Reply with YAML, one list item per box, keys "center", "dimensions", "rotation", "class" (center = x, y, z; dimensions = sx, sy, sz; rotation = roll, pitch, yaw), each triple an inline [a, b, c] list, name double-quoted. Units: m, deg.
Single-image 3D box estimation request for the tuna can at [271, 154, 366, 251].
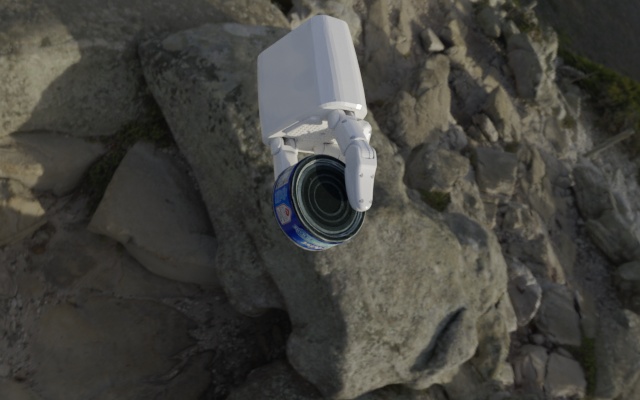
- center: [0.000, 0.001, 0.439]
  dimensions: [0.086, 0.086, 0.034]
  rotation: [0, -16, -36]
  class: "tuna can"
